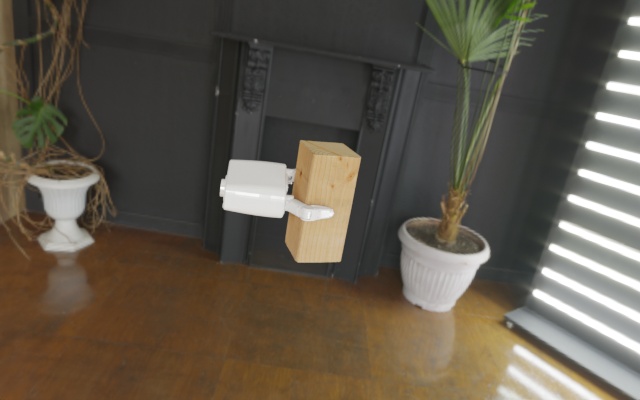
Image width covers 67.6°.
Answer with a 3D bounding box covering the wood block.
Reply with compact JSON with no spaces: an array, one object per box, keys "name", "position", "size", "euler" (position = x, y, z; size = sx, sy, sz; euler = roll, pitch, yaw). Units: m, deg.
[{"name":"wood block","position":[0.000,0.003,0.884],"size":[0.090,0.206,0.090],"euler":[2,21,-20]}]
